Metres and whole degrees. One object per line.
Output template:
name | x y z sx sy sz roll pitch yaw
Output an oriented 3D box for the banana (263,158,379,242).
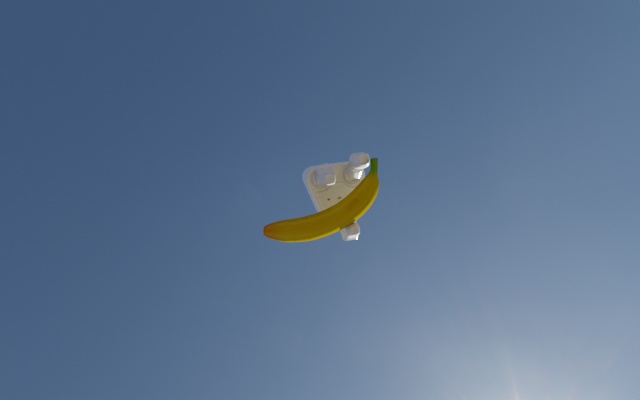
banana | 0.013 0.016 0.705 0.198 0.069 0.037 -33 11 -3
